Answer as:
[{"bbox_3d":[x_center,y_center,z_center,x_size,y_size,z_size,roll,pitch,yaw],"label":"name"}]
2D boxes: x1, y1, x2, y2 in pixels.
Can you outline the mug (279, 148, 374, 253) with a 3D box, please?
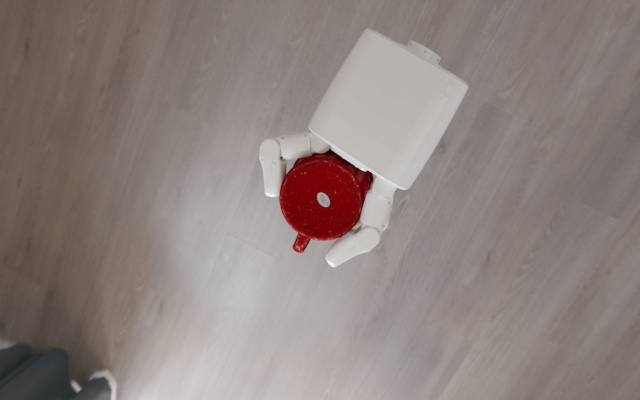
[{"bbox_3d":[-0.001,0.003,0.486,0.093,0.117,0.081,29,16,1],"label":"mug"}]
